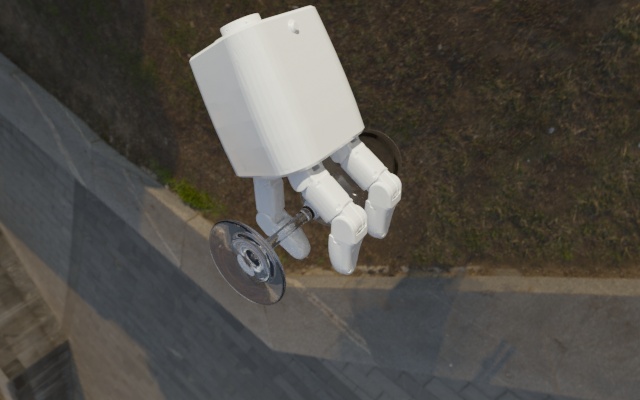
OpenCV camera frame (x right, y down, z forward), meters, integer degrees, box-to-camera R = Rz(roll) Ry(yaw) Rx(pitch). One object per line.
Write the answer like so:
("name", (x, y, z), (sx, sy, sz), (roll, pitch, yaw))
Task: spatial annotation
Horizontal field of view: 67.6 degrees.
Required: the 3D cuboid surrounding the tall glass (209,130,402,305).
("tall glass", (0.000, 0.002, 0.421), (0.079, 0.079, 0.201), (0, 27, 39))
